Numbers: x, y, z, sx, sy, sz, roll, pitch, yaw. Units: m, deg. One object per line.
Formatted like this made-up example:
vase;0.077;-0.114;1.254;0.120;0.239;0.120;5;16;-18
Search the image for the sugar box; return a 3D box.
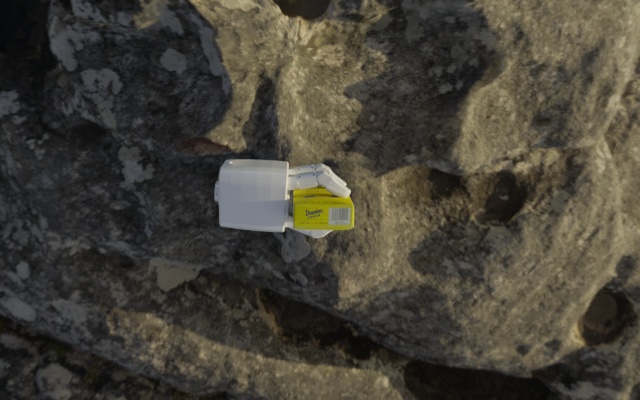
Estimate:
sugar box;0.000;0.002;0.801;0.093;0.048;0.176;1;17;-4
